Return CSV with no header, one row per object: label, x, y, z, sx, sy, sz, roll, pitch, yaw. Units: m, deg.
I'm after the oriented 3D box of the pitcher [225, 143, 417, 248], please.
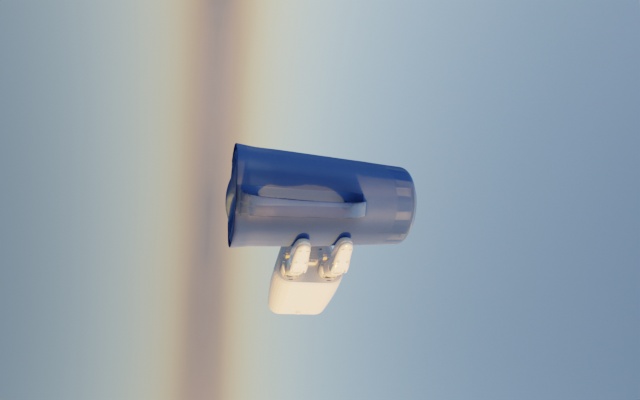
pitcher,0.000,0.002,0.625,0.243,0.149,0.145,3,-41,-14
